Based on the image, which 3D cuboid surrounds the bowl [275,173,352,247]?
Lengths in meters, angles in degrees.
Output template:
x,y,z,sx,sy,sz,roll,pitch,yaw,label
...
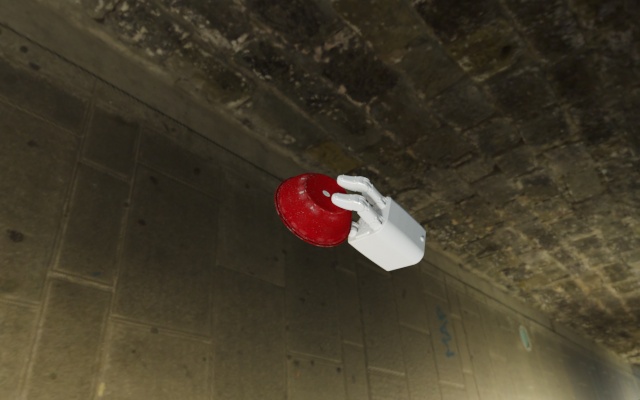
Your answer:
x,y,z,sx,sy,sz,roll,pitch,yaw,label
-0.001,0.002,0.874,0.162,0.162,0.055,0,-37,-35,bowl
